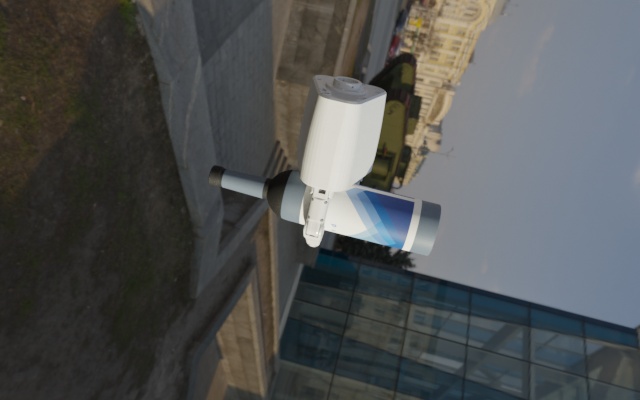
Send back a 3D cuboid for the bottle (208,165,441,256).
[{"bbox_3d":[0.000,0.002,0.613,0.295,0.069,0.069,14,1,5],"label":"bottle"}]
